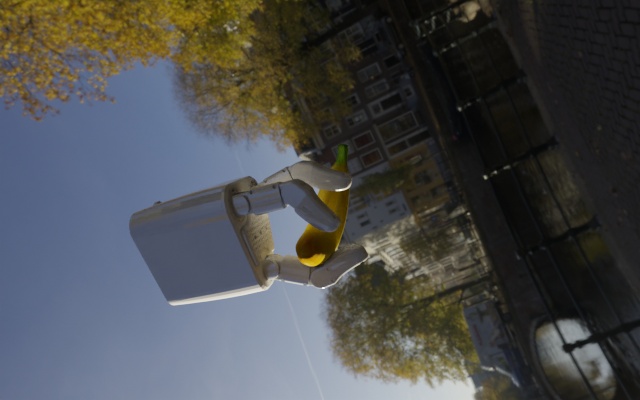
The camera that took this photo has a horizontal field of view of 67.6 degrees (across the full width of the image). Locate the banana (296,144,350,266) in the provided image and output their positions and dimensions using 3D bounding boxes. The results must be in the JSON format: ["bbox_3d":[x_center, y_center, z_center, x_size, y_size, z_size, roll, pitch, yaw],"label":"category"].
[{"bbox_3d":[0.004,0.015,0.502,0.037,0.070,0.197,-3,34,14],"label":"banana"}]
